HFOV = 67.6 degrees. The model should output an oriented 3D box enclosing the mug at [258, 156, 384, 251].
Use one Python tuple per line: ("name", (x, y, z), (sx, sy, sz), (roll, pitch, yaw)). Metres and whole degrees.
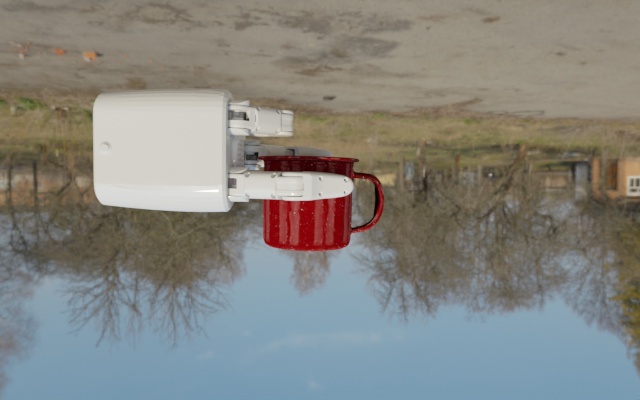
("mug", (0.002, 0.002, 0.442), (0.117, 0.081, 0.093), (1, 3, 0))
